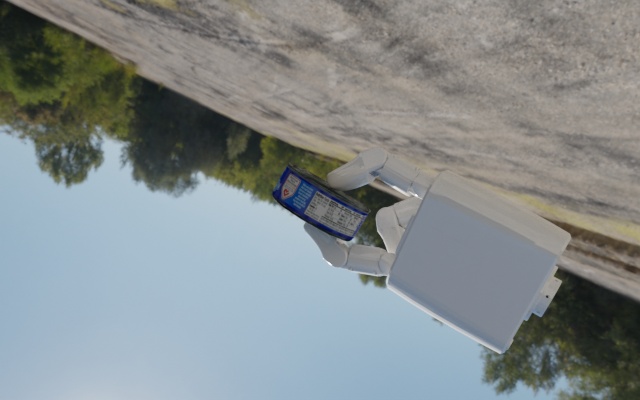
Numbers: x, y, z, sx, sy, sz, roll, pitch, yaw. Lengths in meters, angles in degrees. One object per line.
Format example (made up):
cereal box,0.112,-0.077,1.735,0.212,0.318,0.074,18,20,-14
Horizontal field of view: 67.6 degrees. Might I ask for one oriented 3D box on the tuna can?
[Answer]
tuna can,0.000,0.002,0.430,0.086,0.034,0.086,30,6,-3
